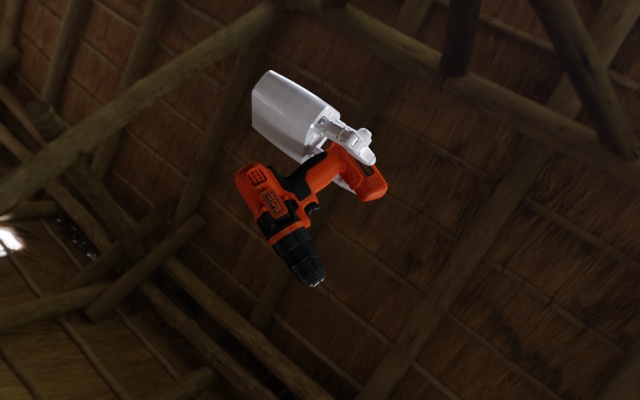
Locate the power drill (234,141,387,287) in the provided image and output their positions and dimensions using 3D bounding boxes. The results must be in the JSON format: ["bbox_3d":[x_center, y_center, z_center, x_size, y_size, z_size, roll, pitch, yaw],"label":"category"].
[{"bbox_3d":[0.000,0.002,0.661,0.187,0.184,0.057,-30,-6,-27],"label":"power drill"}]
